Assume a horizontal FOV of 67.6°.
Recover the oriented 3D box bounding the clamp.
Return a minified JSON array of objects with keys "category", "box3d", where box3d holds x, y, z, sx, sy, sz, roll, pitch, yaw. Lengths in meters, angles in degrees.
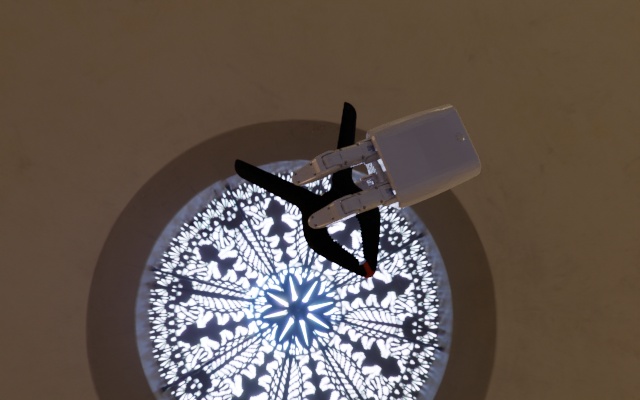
[{"category":"clamp","box3d":[0.001,0.002,0.573,0.164,0.210,0.036,-22,-10,0]}]
